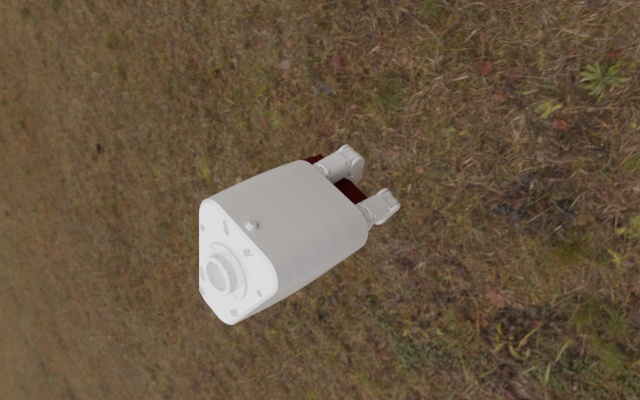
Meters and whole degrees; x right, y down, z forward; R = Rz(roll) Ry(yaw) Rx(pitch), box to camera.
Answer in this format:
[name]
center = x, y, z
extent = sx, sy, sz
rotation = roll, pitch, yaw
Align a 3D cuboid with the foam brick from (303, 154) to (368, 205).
[foam brick]
center = 0.000, 0.001, 0.469
extent = 0.078, 0.053, 0.051
rotation = 44, 41, 21
